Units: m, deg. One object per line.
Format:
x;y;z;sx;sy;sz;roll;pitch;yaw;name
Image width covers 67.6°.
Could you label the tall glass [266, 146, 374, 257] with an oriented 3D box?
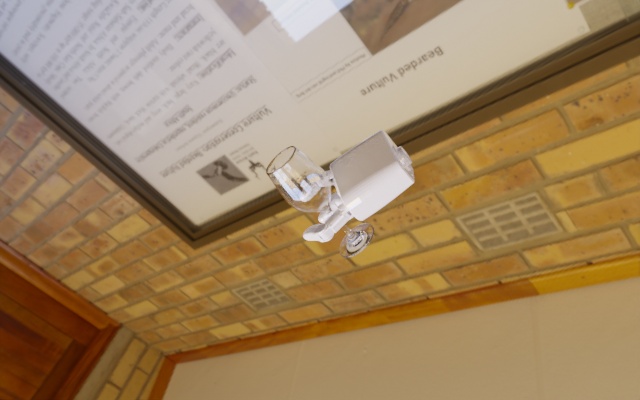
0.000;0.003;0.782;0.201;0.079;0.079;46;-23;-24;tall glass
